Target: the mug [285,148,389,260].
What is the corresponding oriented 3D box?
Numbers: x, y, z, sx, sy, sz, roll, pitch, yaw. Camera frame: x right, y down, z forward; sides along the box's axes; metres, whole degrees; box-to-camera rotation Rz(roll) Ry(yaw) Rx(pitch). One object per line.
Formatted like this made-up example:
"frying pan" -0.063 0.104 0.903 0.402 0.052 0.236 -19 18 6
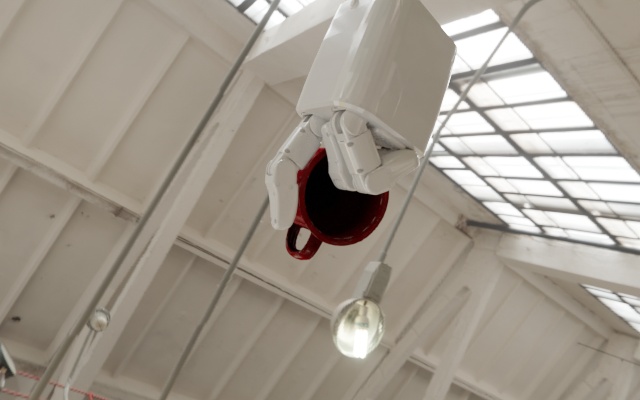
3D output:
"mug" -0.001 0.003 0.457 0.093 0.117 0.081 26 -6 -28
